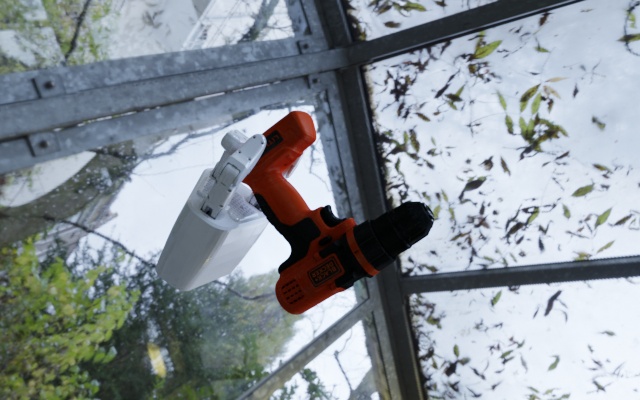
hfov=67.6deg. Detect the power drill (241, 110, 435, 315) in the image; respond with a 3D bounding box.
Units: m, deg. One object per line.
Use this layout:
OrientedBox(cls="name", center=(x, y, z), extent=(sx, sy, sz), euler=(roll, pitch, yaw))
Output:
OrientedBox(cls="power drill", center=(0.000, 0.001, 0.501), extent=(0.184, 0.187, 0.057), euler=(-34, -16, 15))
